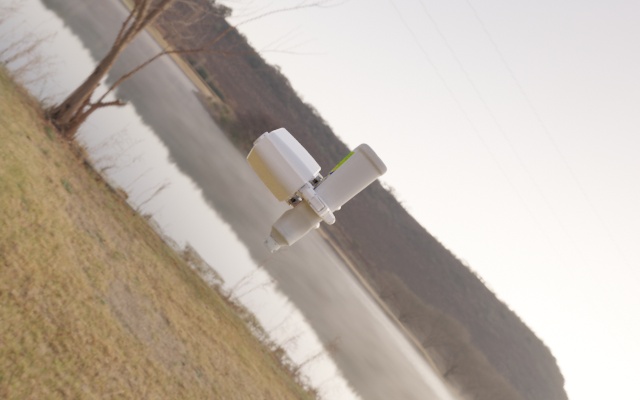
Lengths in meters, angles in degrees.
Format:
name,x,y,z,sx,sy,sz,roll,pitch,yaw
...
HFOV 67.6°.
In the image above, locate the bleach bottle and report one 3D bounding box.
name,x,y,z,sx,sy,sz,roll,pitch,yaw
bleach bottle,0.000,0.003,0.856,0.251,0.068,0.102,-41,4,-2
